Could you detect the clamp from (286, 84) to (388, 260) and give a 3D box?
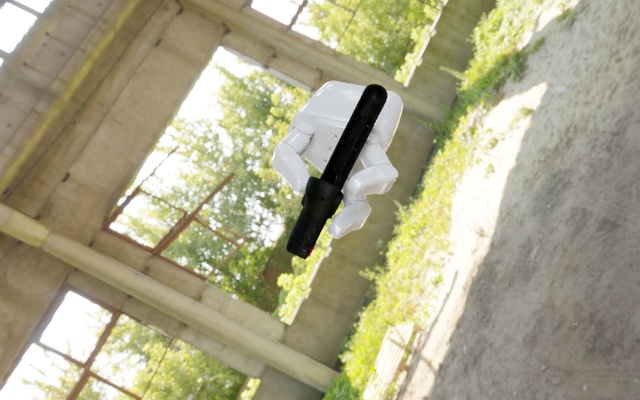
[{"bbox_3d":[-0.001,0.001,0.478,0.036,0.210,0.164,28,41,3],"label":"clamp"}]
